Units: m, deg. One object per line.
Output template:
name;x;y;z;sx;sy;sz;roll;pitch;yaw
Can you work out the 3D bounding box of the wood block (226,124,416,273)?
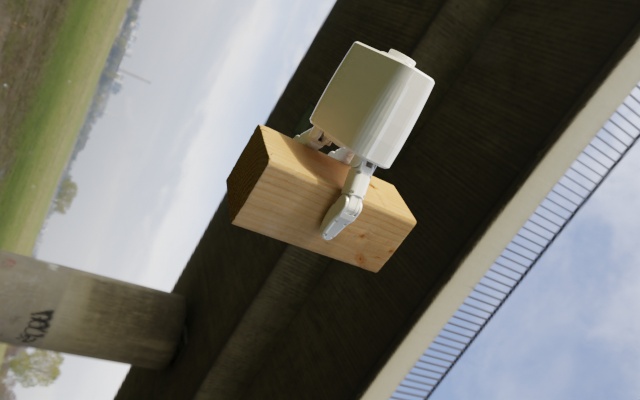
wood block;0.000;0.002;0.579;0.206;0.090;0.090;22;26;-28
